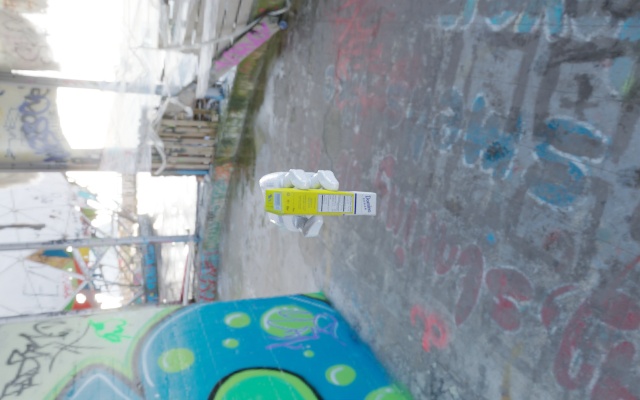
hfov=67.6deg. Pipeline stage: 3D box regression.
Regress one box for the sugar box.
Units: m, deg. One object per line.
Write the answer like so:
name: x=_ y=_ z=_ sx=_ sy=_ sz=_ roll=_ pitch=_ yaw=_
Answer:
sugar box: x=0.000 y=0.002 z=0.836 sx=0.176 sy=0.048 sz=0.093 roll=-2 pitch=4 yaw=-24
